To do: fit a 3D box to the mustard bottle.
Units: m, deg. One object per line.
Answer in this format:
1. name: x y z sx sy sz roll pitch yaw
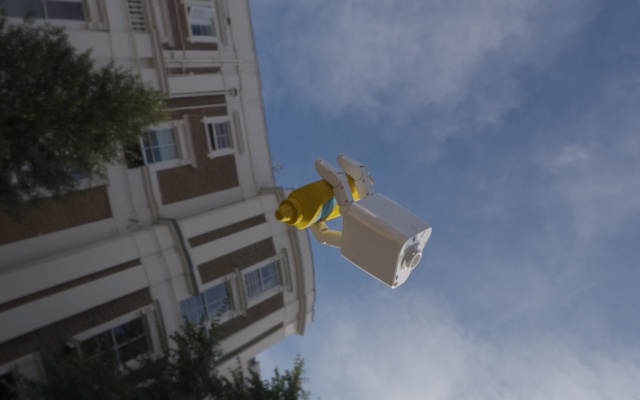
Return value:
1. mustard bottle: 0.000 0.002 0.782 0.191 0.058 0.096 -19 -23 -47
